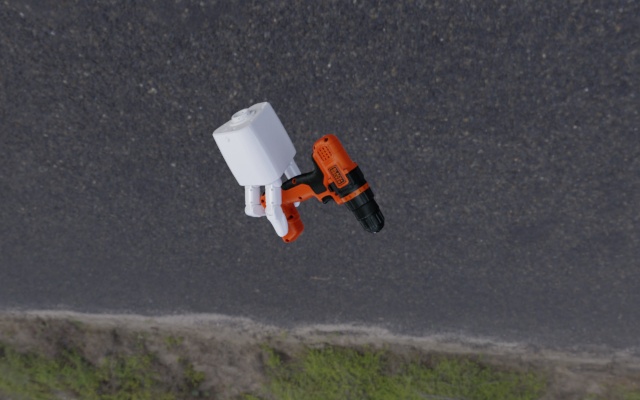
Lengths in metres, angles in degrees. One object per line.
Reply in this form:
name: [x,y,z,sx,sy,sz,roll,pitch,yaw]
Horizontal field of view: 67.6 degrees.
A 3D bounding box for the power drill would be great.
power drill: [0.000,0.003,0.832,0.188,0.184,0.057,-30,3,28]
